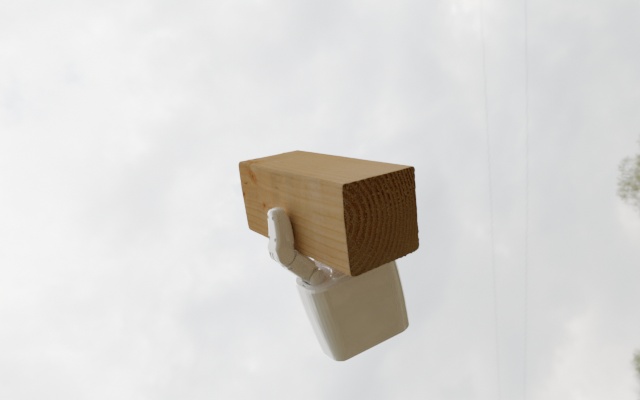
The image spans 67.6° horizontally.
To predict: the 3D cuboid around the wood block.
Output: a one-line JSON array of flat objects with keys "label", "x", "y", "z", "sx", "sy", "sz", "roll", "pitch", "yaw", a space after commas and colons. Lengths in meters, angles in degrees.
[{"label": "wood block", "x": 0.000, "y": 0.002, "z": 0.525, "sx": 0.091, "sy": 0.090, "sz": 0.206, "roll": -17, "pitch": 18, "yaw": -32}]
